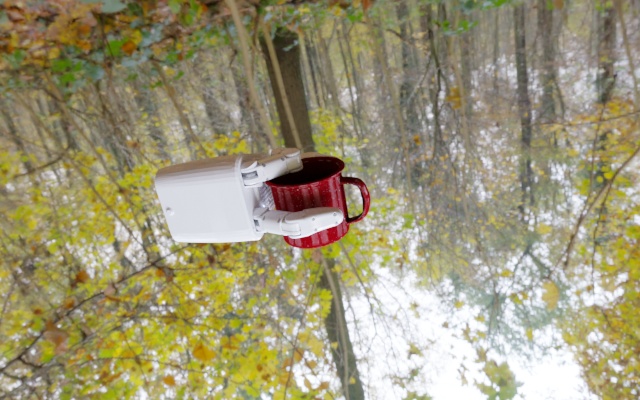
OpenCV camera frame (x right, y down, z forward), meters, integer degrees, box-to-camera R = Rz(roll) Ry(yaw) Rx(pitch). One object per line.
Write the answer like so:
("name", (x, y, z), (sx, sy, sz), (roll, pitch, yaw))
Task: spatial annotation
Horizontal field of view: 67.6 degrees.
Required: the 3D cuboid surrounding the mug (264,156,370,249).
("mug", (0.002, 0.002, 0.549), (0.117, 0.081, 0.093), (-4, 23, 18))
